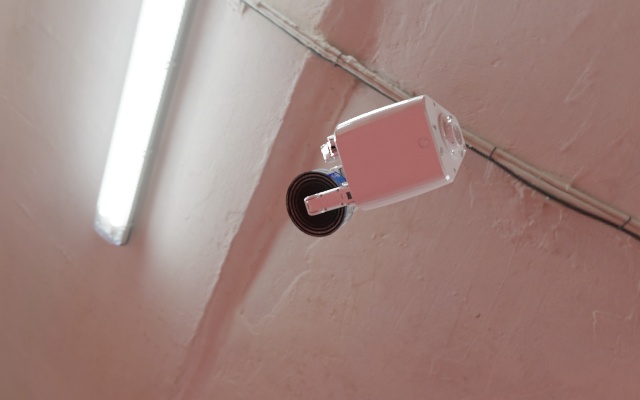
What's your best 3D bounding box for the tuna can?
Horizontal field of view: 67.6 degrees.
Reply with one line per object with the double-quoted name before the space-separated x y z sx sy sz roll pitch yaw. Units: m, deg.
"tuna can" 0.000 0.002 0.618 0.086 0.086 0.033 0 12 28
